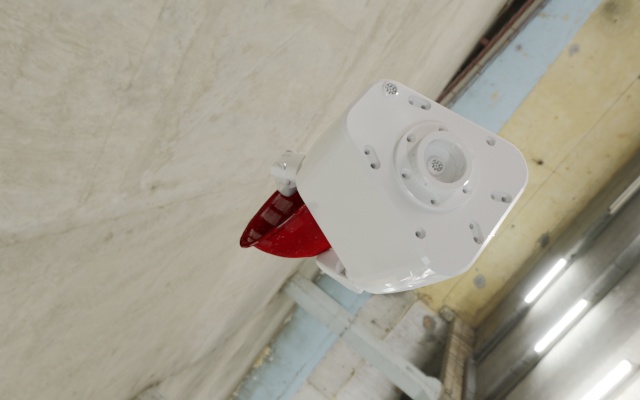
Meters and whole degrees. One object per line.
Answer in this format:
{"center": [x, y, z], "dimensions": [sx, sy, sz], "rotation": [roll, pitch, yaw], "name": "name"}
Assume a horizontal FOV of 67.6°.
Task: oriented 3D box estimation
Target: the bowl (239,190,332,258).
{"center": [0.000, 0.002, 0.448], "dimensions": [0.162, 0.055, 0.162], "rotation": [-41, 13, 12], "name": "bowl"}
